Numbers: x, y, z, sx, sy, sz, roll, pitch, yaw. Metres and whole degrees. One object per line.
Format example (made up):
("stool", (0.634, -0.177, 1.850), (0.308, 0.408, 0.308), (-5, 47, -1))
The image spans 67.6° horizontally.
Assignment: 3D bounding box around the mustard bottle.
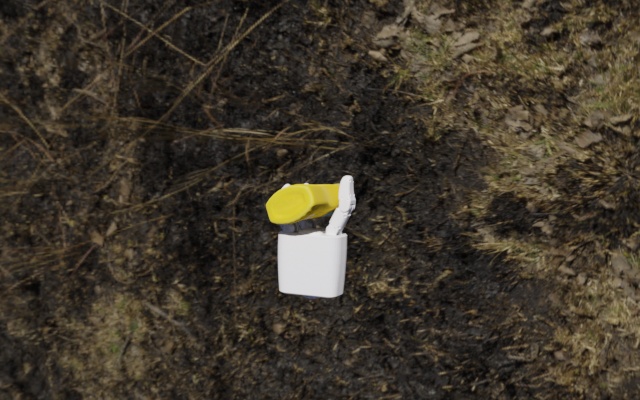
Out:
("mustard bottle", (0.000, 0.002, 0.828), (0.096, 0.058, 0.191), (-25, -11, 31))
